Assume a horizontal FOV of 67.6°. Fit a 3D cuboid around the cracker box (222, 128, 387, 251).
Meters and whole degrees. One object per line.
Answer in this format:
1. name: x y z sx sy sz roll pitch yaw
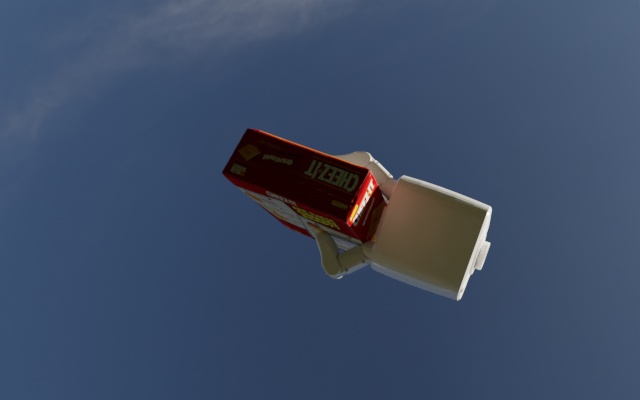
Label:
1. cracker box: 0.000 0.002 0.609 0.164 0.072 0.214 21 -13 22
